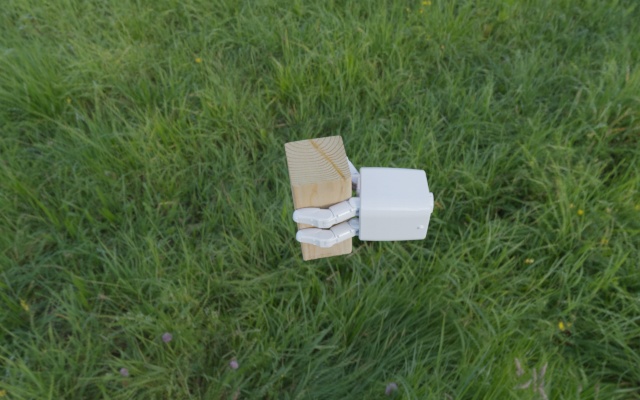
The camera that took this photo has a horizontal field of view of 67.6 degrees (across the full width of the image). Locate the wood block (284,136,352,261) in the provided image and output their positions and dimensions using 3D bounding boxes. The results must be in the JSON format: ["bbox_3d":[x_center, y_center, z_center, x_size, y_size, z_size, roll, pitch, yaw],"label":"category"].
[{"bbox_3d":[0.000,0.002,0.787,0.090,0.090,0.206,-9,-38,-3],"label":"wood block"}]
